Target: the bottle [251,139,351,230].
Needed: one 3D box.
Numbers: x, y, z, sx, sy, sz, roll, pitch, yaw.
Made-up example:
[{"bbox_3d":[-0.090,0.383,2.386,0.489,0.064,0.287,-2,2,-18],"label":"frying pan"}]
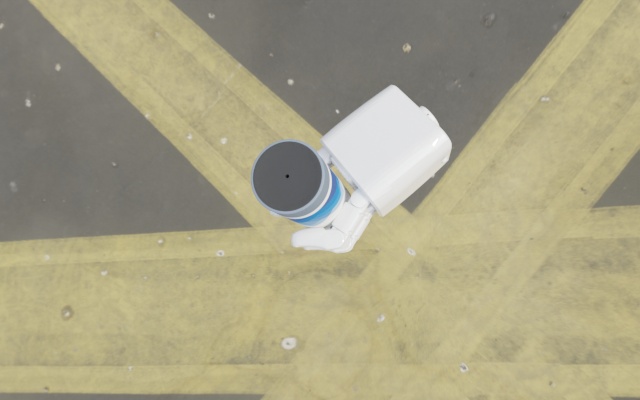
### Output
[{"bbox_3d":[0.000,0.002,0.553,0.069,0.069,0.296,0,-9,11],"label":"bottle"}]
